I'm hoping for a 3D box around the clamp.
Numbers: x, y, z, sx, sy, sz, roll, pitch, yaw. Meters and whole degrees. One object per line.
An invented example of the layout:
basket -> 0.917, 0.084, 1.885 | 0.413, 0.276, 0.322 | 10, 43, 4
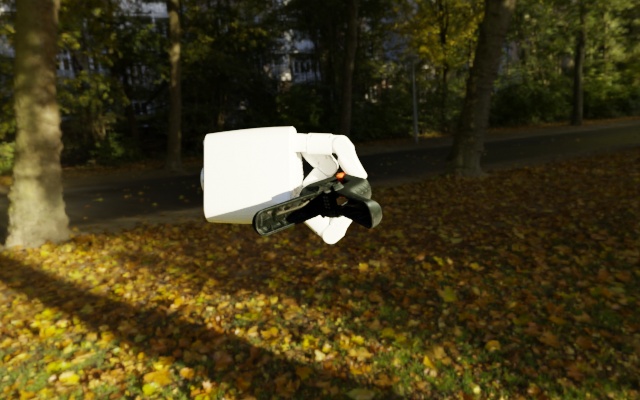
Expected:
clamp -> 0.000, 0.001, 0.498 | 0.120, 0.039, 0.171 | -1, 11, 5
